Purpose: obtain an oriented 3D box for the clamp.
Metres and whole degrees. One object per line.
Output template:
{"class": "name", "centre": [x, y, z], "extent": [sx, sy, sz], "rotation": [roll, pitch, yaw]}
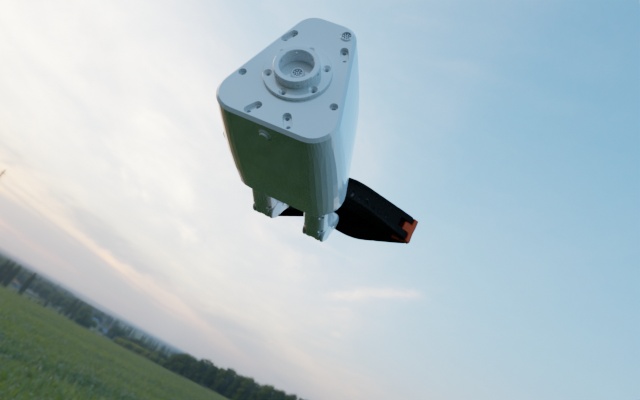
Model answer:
{"class": "clamp", "centre": [0.001, 0.001, 0.520], "extent": [0.210, 0.036, 0.165], "rotation": [23, -24, 13]}
